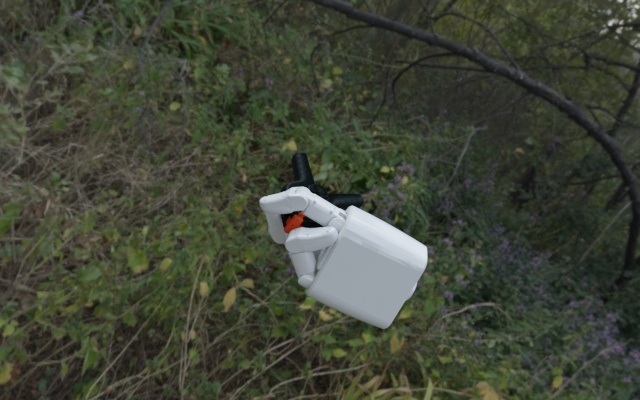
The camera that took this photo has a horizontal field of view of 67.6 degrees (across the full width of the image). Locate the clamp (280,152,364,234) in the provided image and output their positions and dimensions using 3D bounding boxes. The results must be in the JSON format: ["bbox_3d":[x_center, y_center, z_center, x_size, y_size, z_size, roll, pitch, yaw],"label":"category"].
[{"bbox_3d":[0.000,0.002,0.627,0.120,0.039,0.171,27,32,-5],"label":"clamp"}]
